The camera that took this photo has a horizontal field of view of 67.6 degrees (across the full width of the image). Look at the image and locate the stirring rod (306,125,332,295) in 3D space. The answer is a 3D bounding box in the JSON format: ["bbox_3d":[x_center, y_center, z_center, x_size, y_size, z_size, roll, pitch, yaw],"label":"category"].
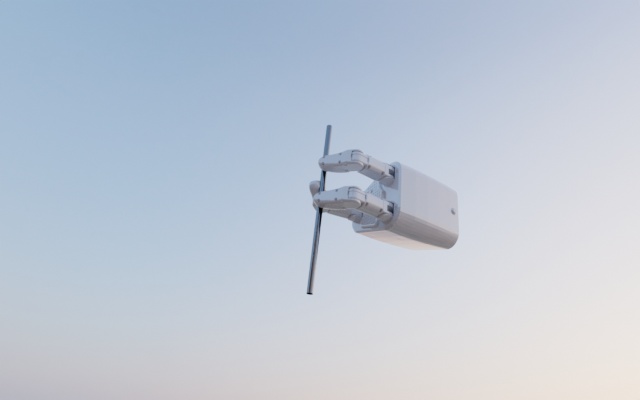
[{"bbox_3d":[0.000,0.002,0.602,0.011,0.239,0.011,5,-29,3],"label":"stirring rod"}]
